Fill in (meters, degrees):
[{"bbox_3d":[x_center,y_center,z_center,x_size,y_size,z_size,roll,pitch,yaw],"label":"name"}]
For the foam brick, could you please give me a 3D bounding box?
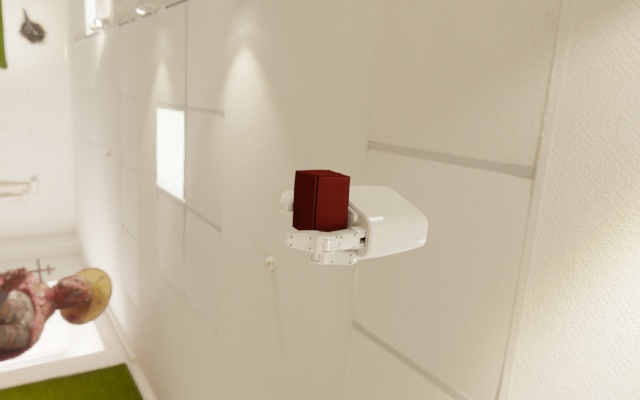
[{"bbox_3d":[0.000,0.002,0.601,0.051,0.078,0.053,-4,15,-33],"label":"foam brick"}]
